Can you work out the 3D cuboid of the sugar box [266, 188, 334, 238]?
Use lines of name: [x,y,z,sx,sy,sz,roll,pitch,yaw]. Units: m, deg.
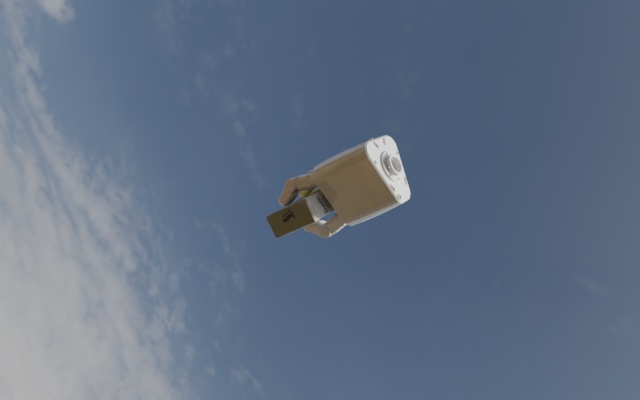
sugar box: [0.000,0.002,0.804,0.093,0.048,0.176,-25,0,39]
